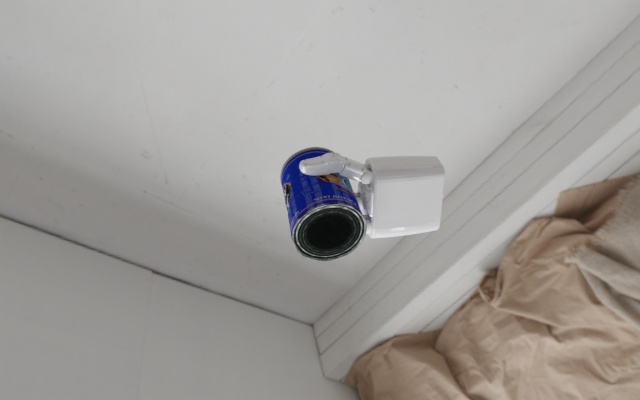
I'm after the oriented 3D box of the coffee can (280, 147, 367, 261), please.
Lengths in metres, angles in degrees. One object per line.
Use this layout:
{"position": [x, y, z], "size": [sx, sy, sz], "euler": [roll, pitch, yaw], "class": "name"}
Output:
{"position": [0.000, 0.002, 0.690], "size": [0.103, 0.103, 0.140], "euler": [0, 38, -13], "class": "coffee can"}
